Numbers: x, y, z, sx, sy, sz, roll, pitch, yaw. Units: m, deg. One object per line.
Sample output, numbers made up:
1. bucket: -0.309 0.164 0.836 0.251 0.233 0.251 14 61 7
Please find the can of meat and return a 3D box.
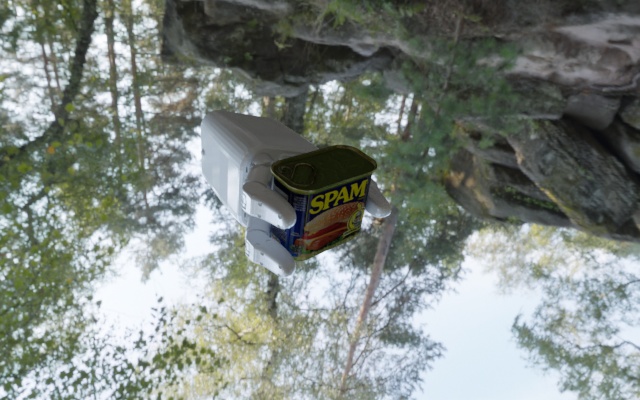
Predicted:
1. can of meat: 0.000 0.002 0.466 0.102 0.084 0.057 -19 42 -35
